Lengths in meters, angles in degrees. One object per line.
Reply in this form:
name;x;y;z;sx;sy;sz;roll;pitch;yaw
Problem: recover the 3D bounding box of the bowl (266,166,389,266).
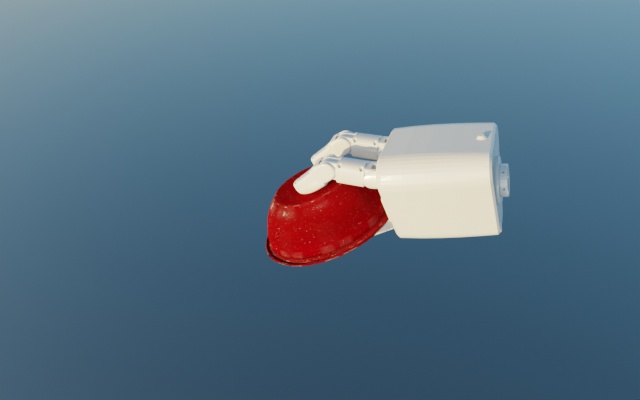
bowl;-0.001;0.002;0.545;0.162;0.055;0.162;-21;26;11
